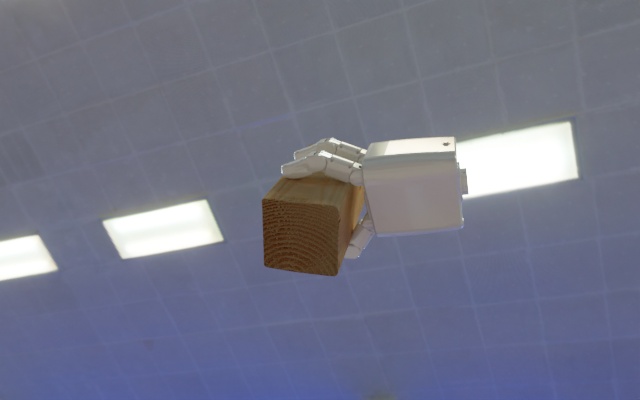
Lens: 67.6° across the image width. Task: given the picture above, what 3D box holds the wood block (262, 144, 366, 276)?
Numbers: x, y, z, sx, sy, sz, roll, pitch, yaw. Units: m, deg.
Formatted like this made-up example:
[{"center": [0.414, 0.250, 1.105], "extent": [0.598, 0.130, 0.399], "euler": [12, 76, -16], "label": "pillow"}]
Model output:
[{"center": [0.001, 0.002, 0.622], "extent": [0.090, 0.091, 0.206], "euler": [6, 24, 12], "label": "wood block"}]
